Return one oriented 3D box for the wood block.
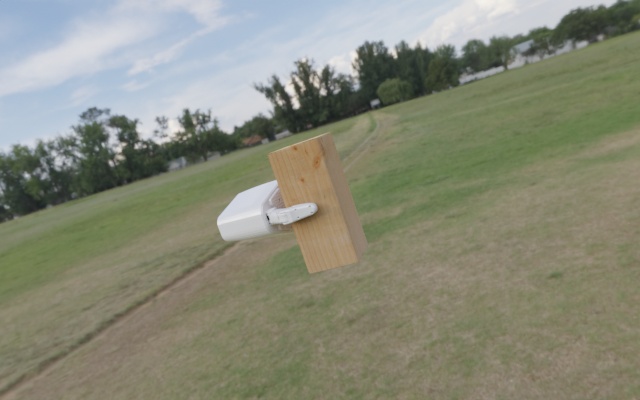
[{"bbox_3d":[0.000,0.003,0.788,0.090,0.206,0.091,-16,9,19],"label":"wood block"}]
